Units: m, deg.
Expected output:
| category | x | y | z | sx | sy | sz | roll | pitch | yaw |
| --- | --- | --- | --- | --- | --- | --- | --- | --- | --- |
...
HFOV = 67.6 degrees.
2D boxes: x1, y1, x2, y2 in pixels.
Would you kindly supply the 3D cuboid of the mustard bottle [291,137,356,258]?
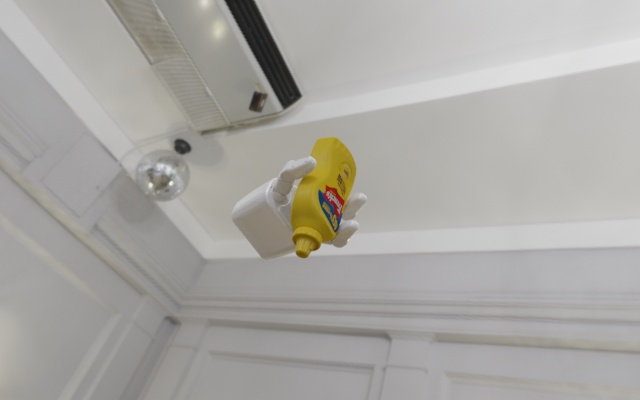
| category | x | y | z | sx | sy | sz | roll | pitch | yaw |
| --- | --- | --- | --- | --- | --- | --- | --- | --- | --- |
| mustard bottle | 0.000 | 0.002 | 0.695 | 0.058 | 0.191 | 0.096 | -2 | -44 | 26 |
